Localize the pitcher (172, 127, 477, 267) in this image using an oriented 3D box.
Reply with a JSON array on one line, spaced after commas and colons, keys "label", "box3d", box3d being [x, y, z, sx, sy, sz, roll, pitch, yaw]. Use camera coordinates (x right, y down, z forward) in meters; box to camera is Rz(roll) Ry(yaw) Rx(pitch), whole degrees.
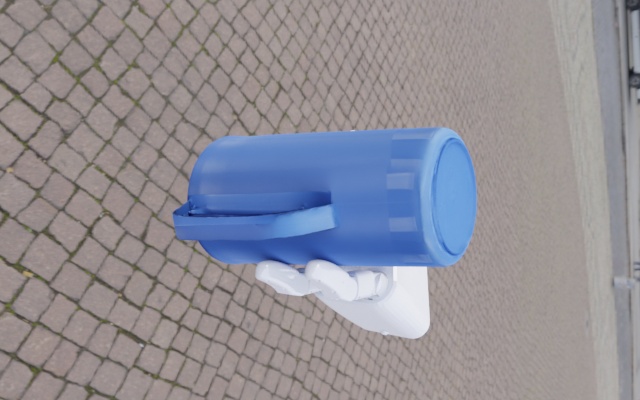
[{"label": "pitcher", "box3d": [0.000, 0.001, 0.424, 0.243, 0.149, 0.145, -1, -34, 36]}]
